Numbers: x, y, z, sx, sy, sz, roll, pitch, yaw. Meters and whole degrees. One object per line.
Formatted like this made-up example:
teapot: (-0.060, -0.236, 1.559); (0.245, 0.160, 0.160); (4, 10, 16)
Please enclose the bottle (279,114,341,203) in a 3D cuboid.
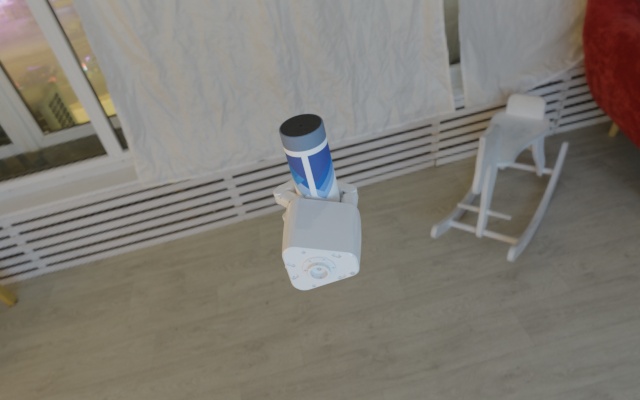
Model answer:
bottle: (0.000, 0.002, 0.785); (0.069, 0.296, 0.069); (-9, 39, 7)
